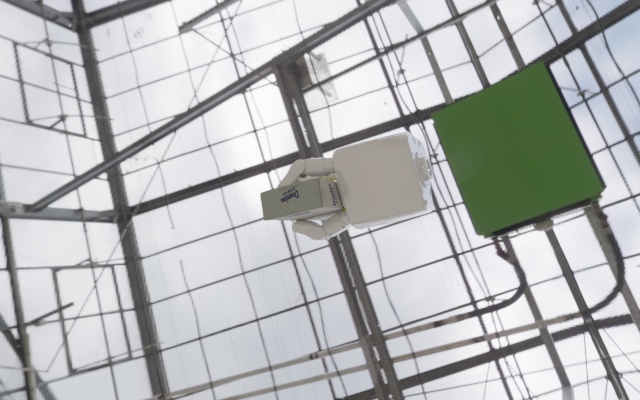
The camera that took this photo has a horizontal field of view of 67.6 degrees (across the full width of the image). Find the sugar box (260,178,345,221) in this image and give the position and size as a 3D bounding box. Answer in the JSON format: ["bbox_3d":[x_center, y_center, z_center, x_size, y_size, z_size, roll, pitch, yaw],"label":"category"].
[{"bbox_3d":[0.000,0.002,0.691,0.093,0.048,0.176,-13,-11,25],"label":"sugar box"}]
